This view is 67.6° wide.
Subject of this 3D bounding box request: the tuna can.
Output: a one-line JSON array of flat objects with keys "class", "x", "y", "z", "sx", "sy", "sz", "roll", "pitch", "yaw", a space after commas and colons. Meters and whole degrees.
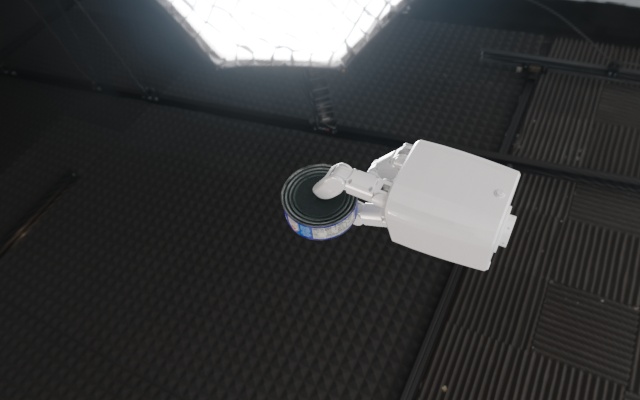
[{"class": "tuna can", "x": 0.000, "y": 0.002, "z": 0.540, "sx": 0.086, "sy": 0.086, "sz": 0.034, "roll": 0, "pitch": -35, "yaw": 5}]
